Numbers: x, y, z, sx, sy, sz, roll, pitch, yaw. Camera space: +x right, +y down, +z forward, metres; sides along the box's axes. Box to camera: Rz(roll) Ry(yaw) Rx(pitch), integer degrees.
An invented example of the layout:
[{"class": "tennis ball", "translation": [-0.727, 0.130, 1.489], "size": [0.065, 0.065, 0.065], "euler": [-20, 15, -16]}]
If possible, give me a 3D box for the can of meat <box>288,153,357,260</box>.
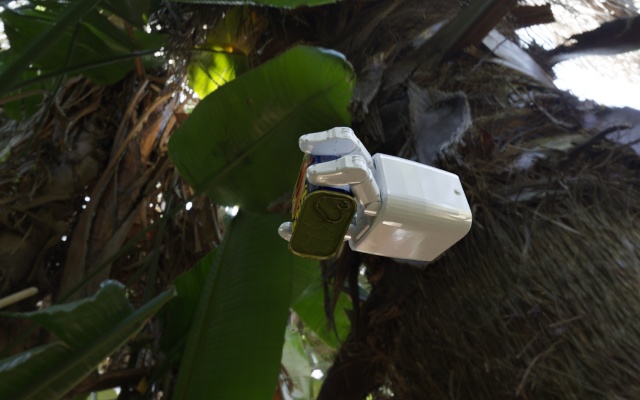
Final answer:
[{"class": "can of meat", "translation": [0.000, 0.002, 0.540], "size": [0.057, 0.102, 0.083], "euler": [10, 42, -12]}]
